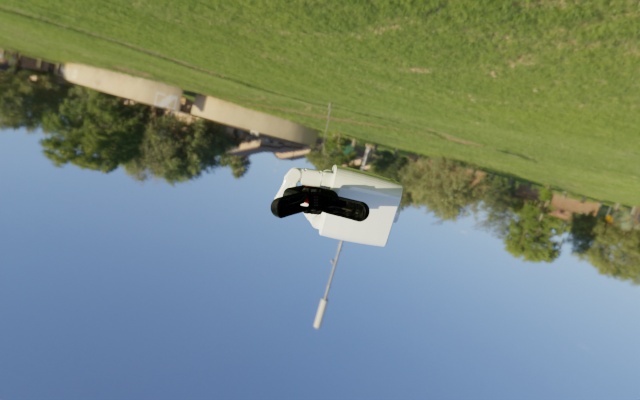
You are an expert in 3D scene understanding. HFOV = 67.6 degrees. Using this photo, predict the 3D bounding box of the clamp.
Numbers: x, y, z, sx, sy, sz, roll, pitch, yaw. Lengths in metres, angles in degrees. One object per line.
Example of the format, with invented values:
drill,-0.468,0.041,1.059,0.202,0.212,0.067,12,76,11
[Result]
clamp,0.000,0.003,0.644,0.120,0.039,0.171,10,10,-2
